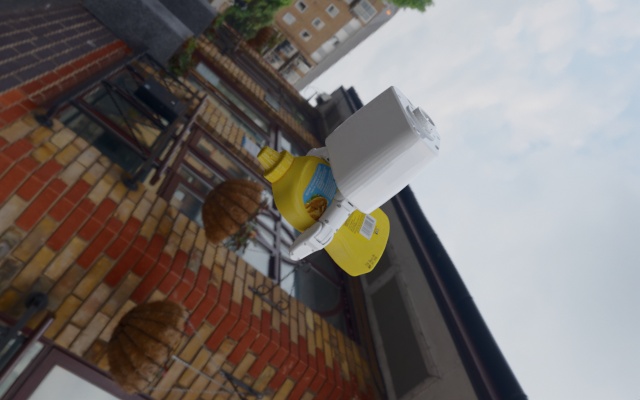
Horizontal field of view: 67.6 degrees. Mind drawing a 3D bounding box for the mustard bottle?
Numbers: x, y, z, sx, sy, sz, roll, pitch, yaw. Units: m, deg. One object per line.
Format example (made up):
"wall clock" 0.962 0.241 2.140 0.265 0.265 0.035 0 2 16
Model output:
"mustard bottle" 0.000 0.002 0.582 0.192 0.096 0.058 41 -39 -21
